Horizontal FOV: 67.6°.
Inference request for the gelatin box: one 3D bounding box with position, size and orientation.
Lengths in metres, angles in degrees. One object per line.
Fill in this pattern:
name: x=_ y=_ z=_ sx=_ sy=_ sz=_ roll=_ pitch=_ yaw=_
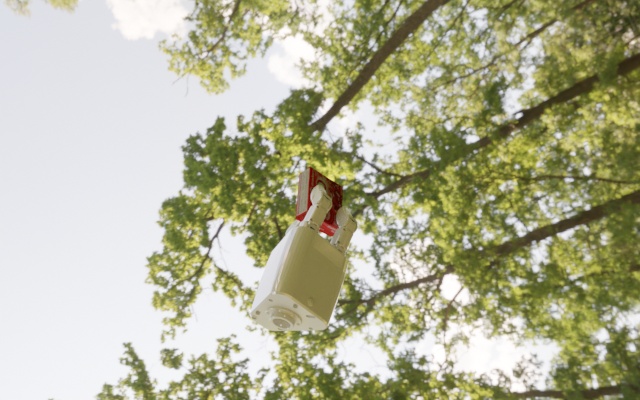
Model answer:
gelatin box: x=0.000 y=0.002 z=0.739 sx=0.073 sy=0.089 sz=0.030 roll=30 pitch=-44 yaw=-33
